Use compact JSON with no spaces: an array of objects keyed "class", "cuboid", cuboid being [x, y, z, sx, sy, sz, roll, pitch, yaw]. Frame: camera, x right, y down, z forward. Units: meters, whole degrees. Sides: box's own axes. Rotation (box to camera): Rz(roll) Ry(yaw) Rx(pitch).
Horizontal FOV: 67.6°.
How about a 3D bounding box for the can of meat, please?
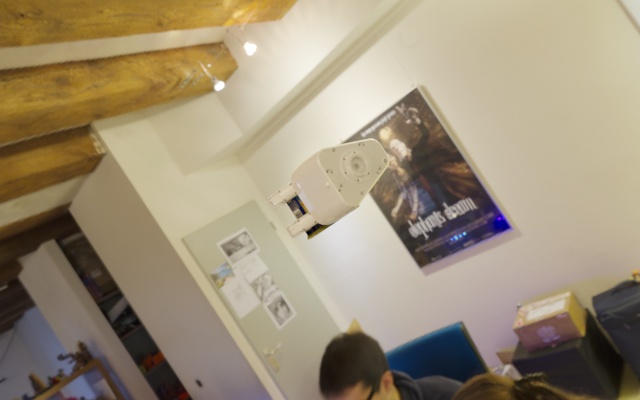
[{"class":"can of meat","cuboid":[0.000,0.002,0.796,0.102,0.084,0.057,-33,0,-23]}]
